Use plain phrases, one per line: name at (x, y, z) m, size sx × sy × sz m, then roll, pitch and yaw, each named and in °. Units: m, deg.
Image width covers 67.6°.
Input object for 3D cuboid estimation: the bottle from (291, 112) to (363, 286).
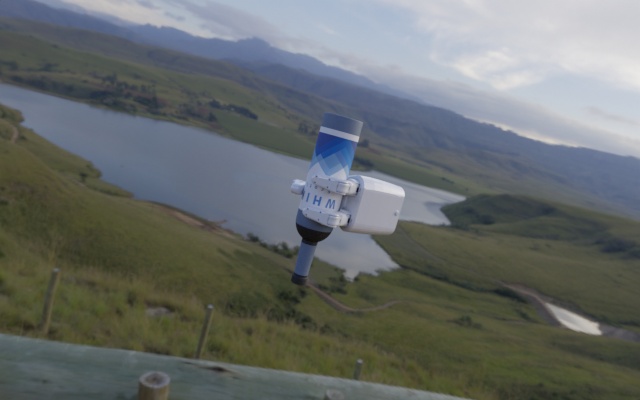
bottle at (0.000, 0.002, 0.812) m, size 0.069 × 0.296 × 0.069 m, roll 15°, pitch 8°, yaw -2°
